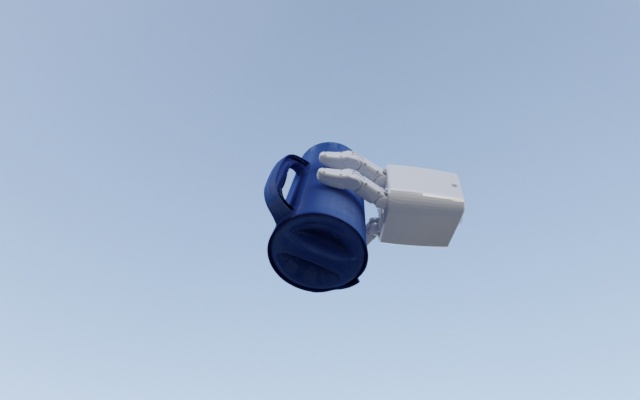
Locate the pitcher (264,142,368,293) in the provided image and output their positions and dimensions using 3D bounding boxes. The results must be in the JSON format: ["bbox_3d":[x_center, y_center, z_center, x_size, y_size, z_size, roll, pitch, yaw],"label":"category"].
[{"bbox_3d":[0.000,0.002,0.713,0.145,0.149,0.242,7,34,1],"label":"pitcher"}]
